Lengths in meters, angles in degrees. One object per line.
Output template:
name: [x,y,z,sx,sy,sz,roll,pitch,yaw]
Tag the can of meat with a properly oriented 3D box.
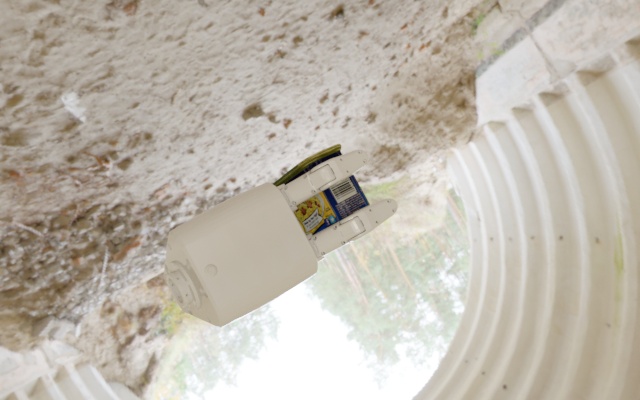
can of meat: [0.000,0.002,0.501,0.057,0.084,0.102,-27,-3,-38]
